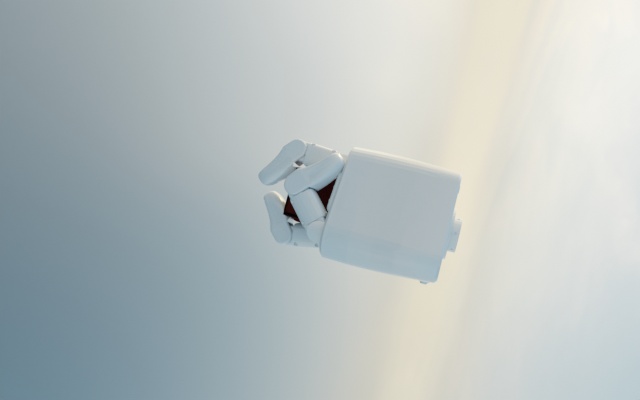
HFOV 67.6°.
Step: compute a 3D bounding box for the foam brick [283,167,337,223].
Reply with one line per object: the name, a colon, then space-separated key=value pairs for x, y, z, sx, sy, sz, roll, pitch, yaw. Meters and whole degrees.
foam brick: x=0.000 y=0.002 z=0.510 sx=0.051 sy=0.053 sz=0.078 roll=13 pitch=-6 yaw=14
